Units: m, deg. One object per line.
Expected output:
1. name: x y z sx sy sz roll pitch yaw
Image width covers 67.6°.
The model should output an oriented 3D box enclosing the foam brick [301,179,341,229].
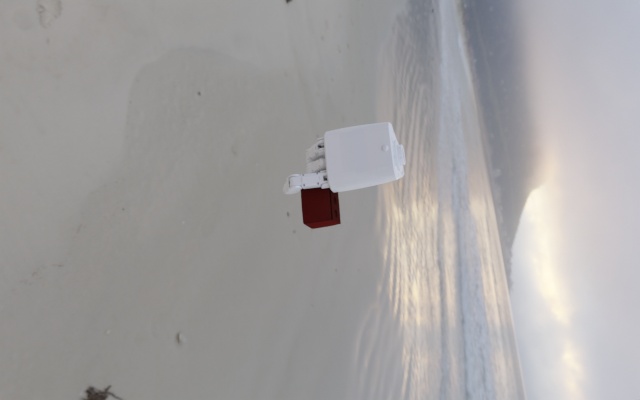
1. foam brick: 0.000 0.003 0.786 0.051 0.078 0.053 -8 -12 15
